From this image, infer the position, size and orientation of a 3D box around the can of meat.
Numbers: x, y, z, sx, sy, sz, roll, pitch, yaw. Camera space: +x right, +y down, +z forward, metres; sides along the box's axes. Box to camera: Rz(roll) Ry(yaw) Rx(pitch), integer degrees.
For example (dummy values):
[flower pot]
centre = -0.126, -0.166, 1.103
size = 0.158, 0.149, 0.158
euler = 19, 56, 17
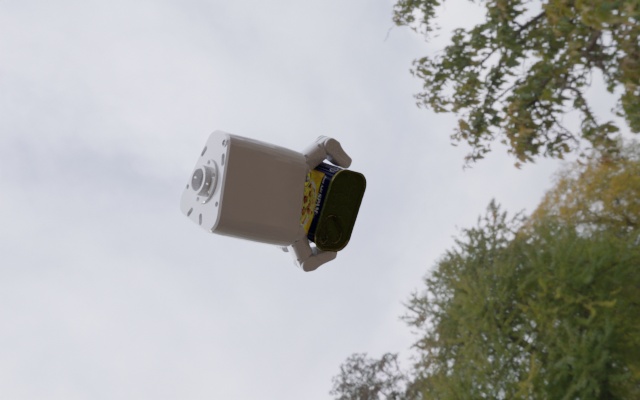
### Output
[can of meat]
centre = 0.000, 0.002, 0.599
size = 0.057, 0.102, 0.084
euler = 10, 10, -42
